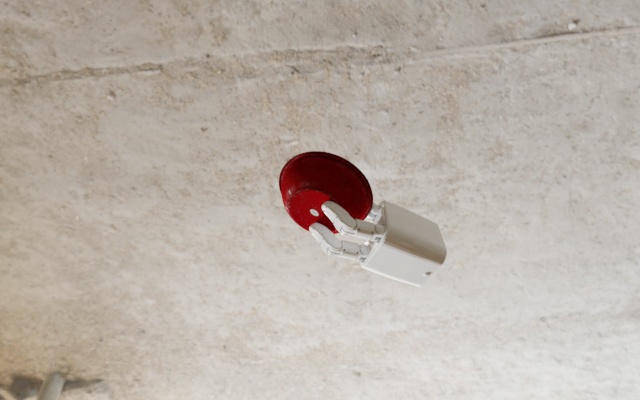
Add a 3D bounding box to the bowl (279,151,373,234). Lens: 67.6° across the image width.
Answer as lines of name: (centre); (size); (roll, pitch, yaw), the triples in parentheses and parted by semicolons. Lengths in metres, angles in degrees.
bowl: (-0.001, 0.002, 0.766); (0.162, 0.162, 0.055); (0, 38, 22)
